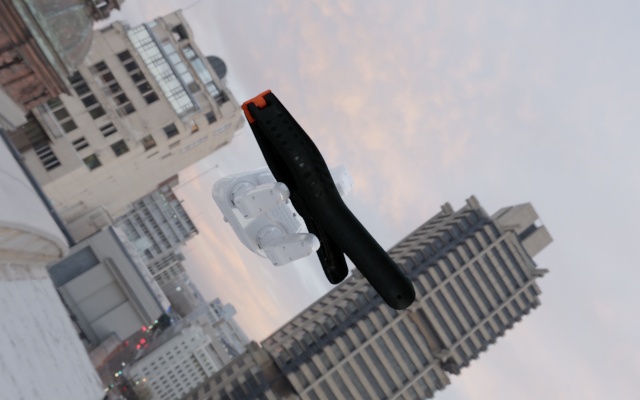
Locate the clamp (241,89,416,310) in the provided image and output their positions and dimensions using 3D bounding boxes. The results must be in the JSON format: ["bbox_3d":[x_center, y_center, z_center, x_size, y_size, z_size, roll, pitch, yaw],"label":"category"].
[{"bbox_3d":[0.000,0.000,0.415,0.036,0.210,0.164,-33,14,-17],"label":"clamp"}]
